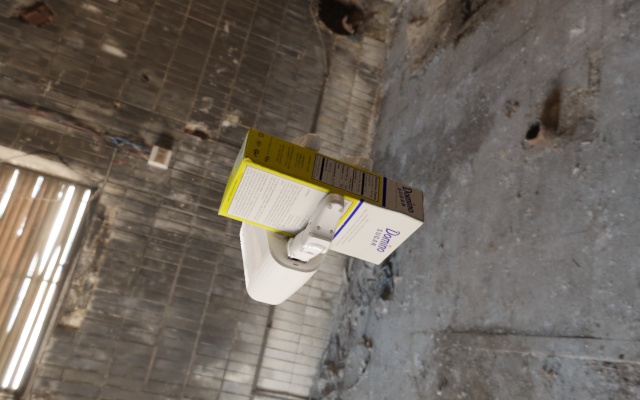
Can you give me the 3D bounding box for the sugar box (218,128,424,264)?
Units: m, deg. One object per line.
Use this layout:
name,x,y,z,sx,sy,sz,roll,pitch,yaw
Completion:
sugar box,0.000,0.001,0.461,0.176,0.048,0.093,17,-38,-15
